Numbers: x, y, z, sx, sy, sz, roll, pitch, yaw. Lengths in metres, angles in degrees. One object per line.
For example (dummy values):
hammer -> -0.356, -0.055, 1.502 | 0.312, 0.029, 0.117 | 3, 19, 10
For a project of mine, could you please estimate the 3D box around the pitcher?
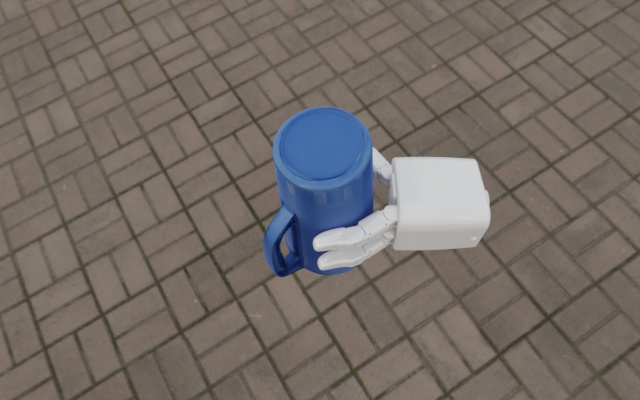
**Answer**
pitcher -> 0.000, 0.002, 0.605 | 0.145, 0.149, 0.243 | 1, -27, 4
